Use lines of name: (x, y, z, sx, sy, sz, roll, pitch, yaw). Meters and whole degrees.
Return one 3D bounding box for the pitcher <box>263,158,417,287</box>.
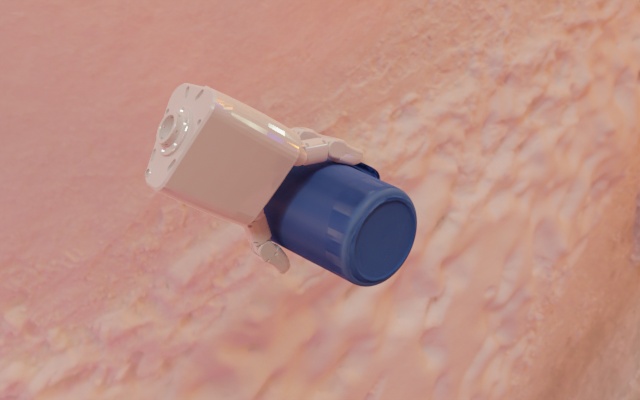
pitcher: (0.000, 0.002, 0.571, 0.145, 0.149, 0.242, 28, -2, -42)
